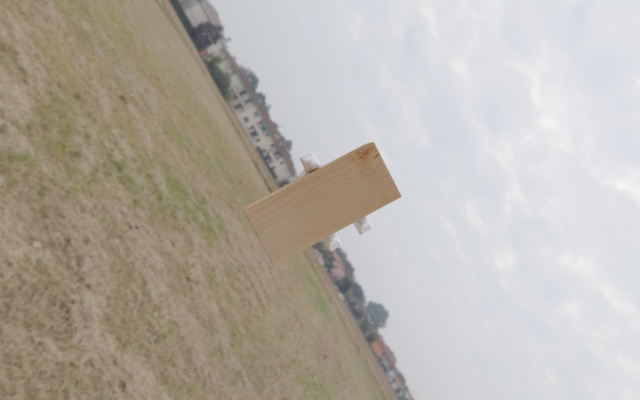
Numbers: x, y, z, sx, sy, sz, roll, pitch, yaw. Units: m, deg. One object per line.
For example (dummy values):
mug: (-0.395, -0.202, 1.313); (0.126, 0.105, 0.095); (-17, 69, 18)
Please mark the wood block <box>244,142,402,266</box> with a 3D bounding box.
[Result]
wood block: (0.000, 0.002, 0.708); (0.206, 0.091, 0.090); (-28, 6, -4)
